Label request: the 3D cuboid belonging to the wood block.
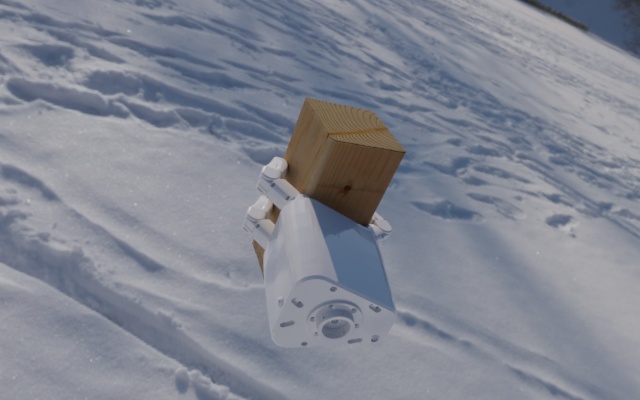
[{"bbox_3d":[0.001,0.002,0.546,0.091,0.206,0.090,6,36,-28],"label":"wood block"}]
